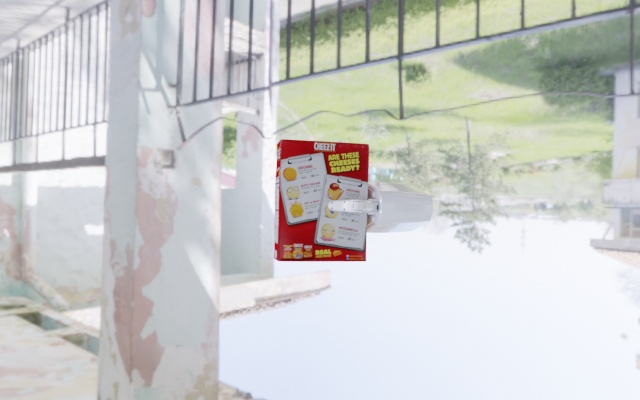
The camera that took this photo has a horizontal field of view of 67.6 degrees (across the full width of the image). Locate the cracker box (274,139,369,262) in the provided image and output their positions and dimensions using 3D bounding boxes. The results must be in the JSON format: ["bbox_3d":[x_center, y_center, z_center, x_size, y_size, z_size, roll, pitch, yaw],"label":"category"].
[{"bbox_3d":[0.000,0.003,0.869,0.164,0.213,0.072,2,-1,-14],"label":"cracker box"}]
